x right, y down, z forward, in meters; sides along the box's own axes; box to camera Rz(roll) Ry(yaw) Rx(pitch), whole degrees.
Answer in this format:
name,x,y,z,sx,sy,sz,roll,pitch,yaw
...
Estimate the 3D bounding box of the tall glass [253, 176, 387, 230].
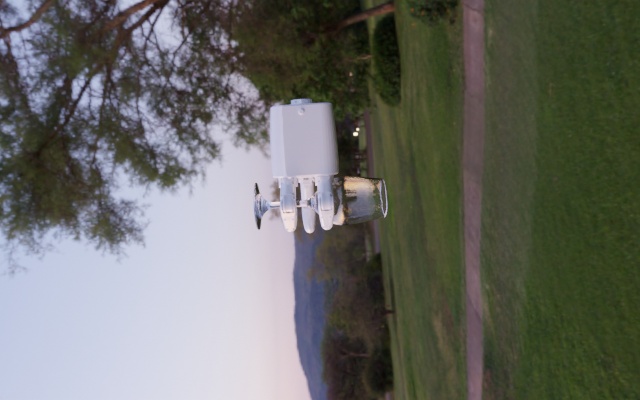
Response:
name,x,y,z,sx,sy,sz,roll,pitch,yaw
tall glass,-0.001,0.003,0.746,0.201,0.079,0.079,-3,0,-1
